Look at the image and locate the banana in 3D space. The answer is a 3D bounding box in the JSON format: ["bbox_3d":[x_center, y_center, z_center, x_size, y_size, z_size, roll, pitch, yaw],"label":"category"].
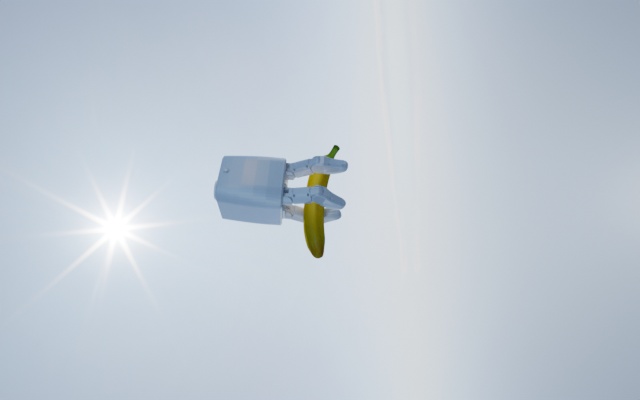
[{"bbox_3d":[-0.005,0.004,0.803,0.037,0.197,0.070,13,-19,-15],"label":"banana"}]
